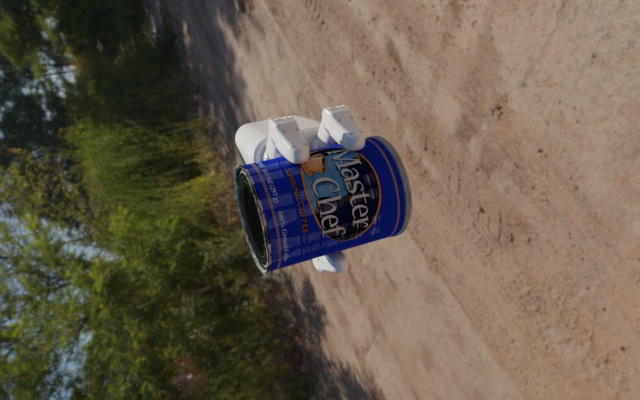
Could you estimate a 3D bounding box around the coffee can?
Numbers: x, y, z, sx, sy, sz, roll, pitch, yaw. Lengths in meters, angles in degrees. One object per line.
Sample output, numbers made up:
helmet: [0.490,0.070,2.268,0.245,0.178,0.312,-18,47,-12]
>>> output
coffee can: [0.000,0.002,0.456,0.140,0.103,0.103,-14,4,-18]
